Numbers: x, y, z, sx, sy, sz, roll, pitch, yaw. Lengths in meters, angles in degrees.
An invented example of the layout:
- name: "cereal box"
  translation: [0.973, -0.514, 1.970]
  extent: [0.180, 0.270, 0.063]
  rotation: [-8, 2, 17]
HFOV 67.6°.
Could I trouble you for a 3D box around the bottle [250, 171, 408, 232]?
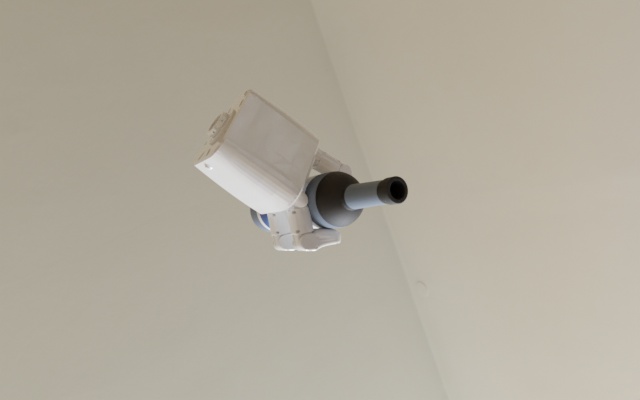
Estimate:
- name: "bottle"
  translation: [0.000, 0.002, 0.589]
  extent: [0.069, 0.069, 0.296]
  rotation: [0, -5, -31]
